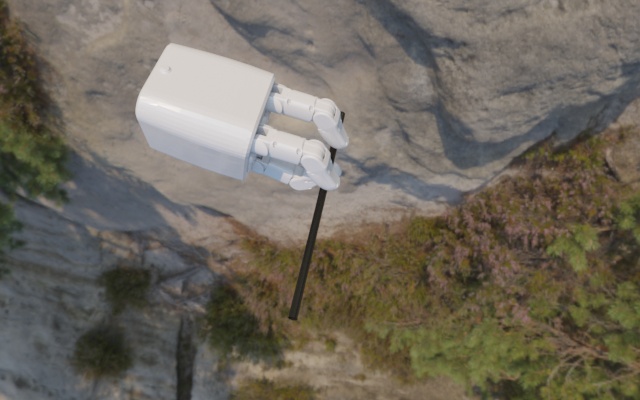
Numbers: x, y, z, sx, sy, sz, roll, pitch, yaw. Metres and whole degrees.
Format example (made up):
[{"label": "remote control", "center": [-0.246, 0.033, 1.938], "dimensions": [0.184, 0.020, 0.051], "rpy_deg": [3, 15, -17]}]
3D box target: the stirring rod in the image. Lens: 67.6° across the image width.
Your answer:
[{"label": "stirring rod", "center": [0.000, 0.001, 0.468], "dimensions": [0.011, 0.239, 0.011], "rpy_deg": [9, -33, 6]}]
